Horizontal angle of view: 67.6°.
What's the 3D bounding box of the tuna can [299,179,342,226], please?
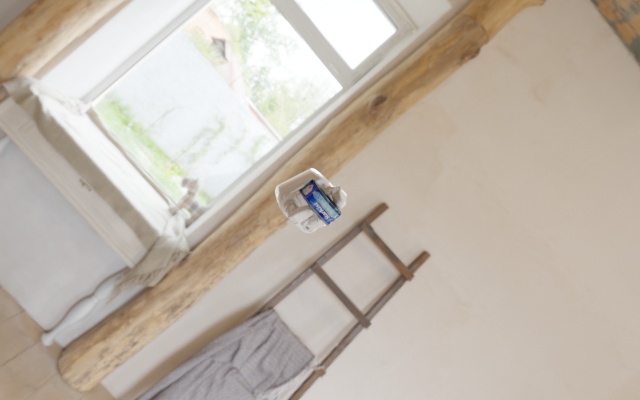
[{"bbox_3d":[0.001,0.003,0.873,0.034,0.086,0.086,-39,-4,4],"label":"tuna can"}]
